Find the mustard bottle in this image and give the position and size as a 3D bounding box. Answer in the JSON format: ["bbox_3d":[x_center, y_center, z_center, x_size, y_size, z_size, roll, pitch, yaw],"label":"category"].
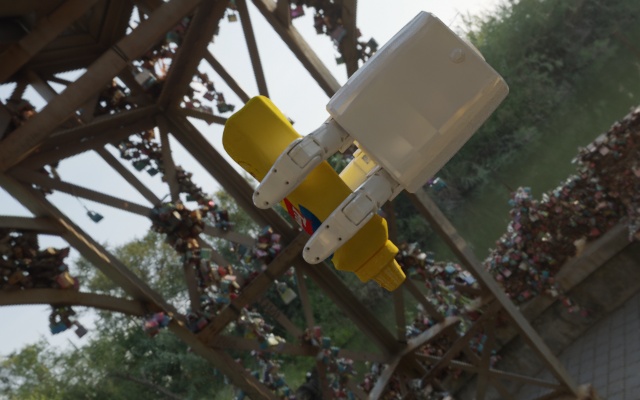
[{"bbox_3d":[0.000,0.001,0.409,0.058,0.191,0.096,-43,-5,-12],"label":"mustard bottle"}]
